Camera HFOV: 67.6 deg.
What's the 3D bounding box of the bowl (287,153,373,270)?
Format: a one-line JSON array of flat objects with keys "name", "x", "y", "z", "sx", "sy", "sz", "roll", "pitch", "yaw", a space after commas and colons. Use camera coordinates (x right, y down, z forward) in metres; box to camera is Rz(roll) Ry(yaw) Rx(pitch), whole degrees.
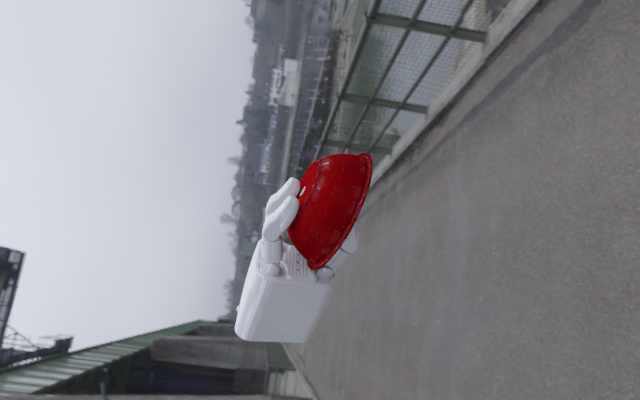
[{"name": "bowl", "x": 0.000, "y": 0.001, "z": 0.593, "sx": 0.055, "sy": 0.162, "sz": 0.162, "roll": 26, "pitch": -7, "yaw": -13}]
